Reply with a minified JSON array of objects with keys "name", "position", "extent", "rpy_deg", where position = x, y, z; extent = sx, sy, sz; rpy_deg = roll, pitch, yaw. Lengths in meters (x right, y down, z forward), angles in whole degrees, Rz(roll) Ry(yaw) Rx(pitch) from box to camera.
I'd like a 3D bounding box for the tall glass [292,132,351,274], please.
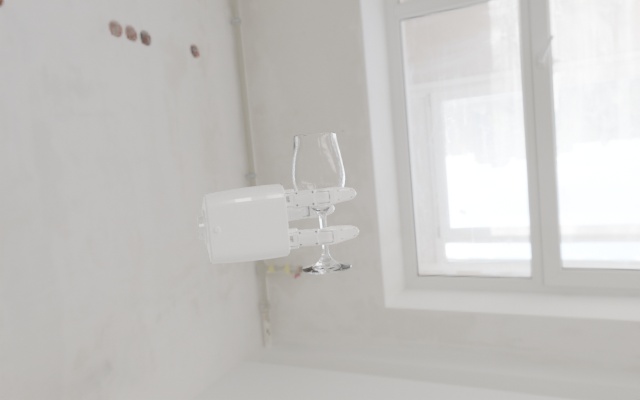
[{"name":"tall glass","position":[0.000,0.003,0.706],"extent":[0.079,0.201,0.079],"rpy_deg":[-5,4,0]}]
